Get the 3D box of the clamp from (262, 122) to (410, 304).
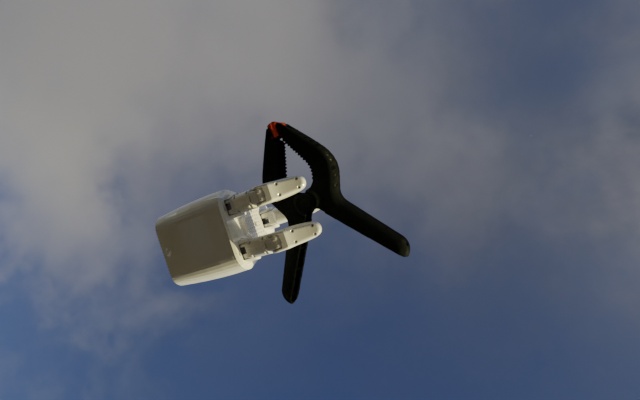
[{"bbox_3d":[0.000,0.001,0.552,0.164,0.210,0.036,-19,0,19],"label":"clamp"}]
